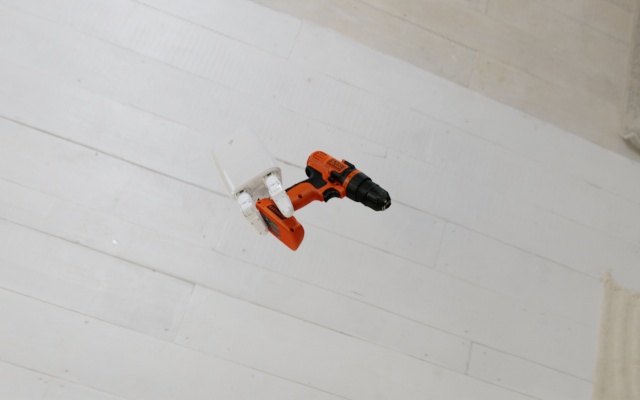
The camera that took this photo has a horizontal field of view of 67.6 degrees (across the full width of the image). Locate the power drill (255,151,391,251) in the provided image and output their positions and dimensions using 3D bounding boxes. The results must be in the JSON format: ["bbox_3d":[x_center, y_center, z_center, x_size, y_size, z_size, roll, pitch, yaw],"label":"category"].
[{"bbox_3d":[0.000,0.003,0.808,0.187,0.057,0.184,-36,50,-27],"label":"power drill"}]
